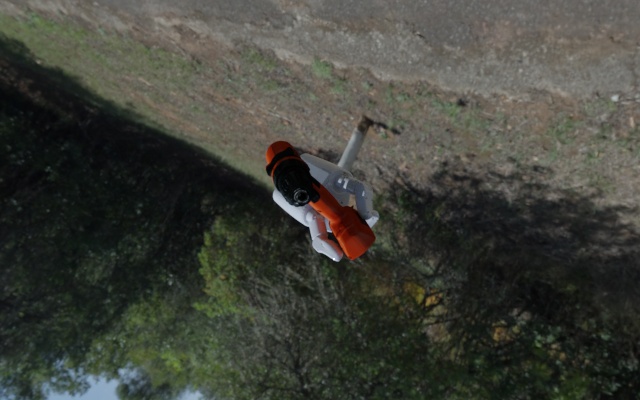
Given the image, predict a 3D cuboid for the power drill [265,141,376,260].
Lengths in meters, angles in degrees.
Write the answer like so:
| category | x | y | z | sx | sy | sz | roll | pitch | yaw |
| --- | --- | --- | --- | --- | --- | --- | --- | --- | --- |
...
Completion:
| category | x | y | z | sx | sy | sz | roll | pitch | yaw |
| --- | --- | --- | --- | --- | --- | --- | --- | --- | --- |
| power drill | 0.000 | 0.002 | 0.693 | 0.057 | 0.188 | 0.184 | -40 | 27 | 7 |
